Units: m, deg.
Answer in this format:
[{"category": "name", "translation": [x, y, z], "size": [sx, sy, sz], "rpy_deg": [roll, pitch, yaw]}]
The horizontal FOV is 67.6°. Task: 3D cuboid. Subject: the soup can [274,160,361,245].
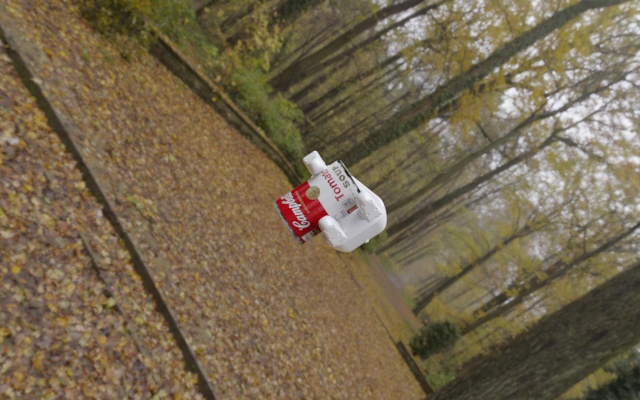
[{"category": "soup can", "translation": [0.000, 0.002, 0.621], "size": [0.102, 0.068, 0.068], "rpy_deg": [-33, -2, 3]}]
